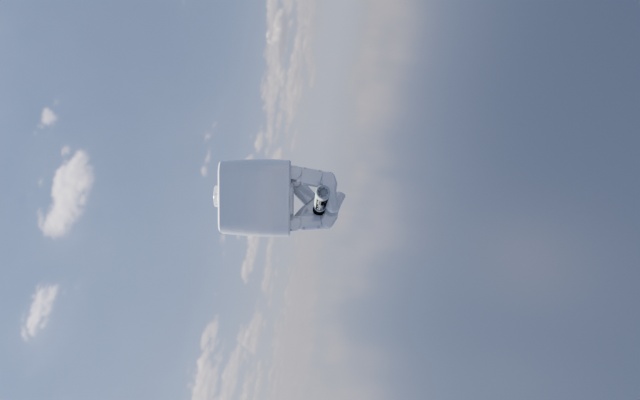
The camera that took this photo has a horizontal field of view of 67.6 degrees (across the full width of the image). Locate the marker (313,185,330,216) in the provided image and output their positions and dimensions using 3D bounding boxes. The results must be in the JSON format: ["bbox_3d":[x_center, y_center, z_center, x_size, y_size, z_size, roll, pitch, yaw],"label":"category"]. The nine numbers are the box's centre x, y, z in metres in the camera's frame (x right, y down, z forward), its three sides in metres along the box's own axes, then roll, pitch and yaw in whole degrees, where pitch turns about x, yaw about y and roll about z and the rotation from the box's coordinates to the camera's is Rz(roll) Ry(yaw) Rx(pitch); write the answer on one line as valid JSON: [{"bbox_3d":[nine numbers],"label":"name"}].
[{"bbox_3d":[0.000,0.002,0.663,0.020,0.020,0.121,0,-12,-3],"label":"marker"}]
